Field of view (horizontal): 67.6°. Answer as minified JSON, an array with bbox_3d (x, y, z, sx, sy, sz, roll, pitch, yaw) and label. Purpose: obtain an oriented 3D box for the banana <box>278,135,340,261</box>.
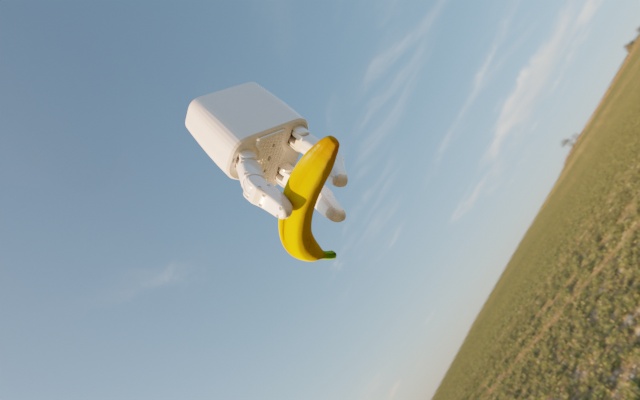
[{"bbox_3d":[-0.015,0.012,0.533,0.069,0.198,0.037,-27,54,-22],"label":"banana"}]
